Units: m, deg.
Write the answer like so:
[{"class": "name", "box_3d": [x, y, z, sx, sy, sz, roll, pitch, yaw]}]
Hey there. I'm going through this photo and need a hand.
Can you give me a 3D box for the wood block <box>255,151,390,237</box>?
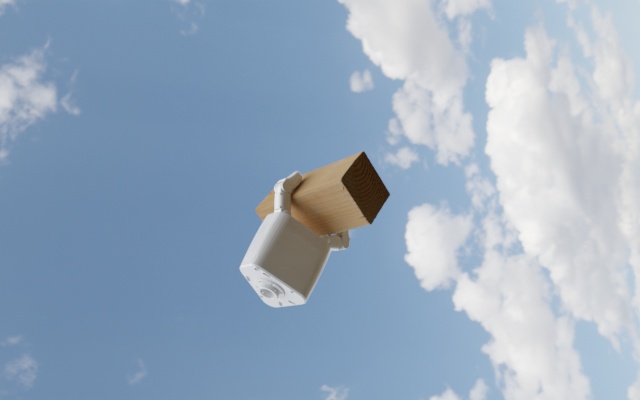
[{"class": "wood block", "box_3d": [0.000, 0.003, 0.813, 0.206, 0.091, 0.090, -18, 24, 41]}]
